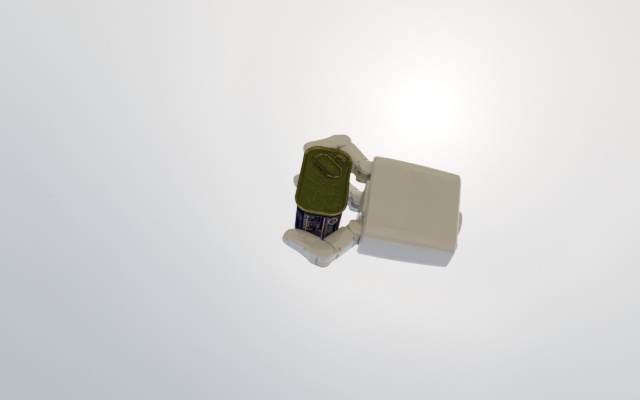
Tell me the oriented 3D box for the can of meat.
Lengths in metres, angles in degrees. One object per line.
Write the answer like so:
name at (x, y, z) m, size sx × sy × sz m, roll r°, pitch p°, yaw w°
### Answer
can of meat at (0.000, 0.002, 0.560) m, size 0.057 × 0.102 × 0.084 m, roll 9°, pitch -41°, yaw 0°
